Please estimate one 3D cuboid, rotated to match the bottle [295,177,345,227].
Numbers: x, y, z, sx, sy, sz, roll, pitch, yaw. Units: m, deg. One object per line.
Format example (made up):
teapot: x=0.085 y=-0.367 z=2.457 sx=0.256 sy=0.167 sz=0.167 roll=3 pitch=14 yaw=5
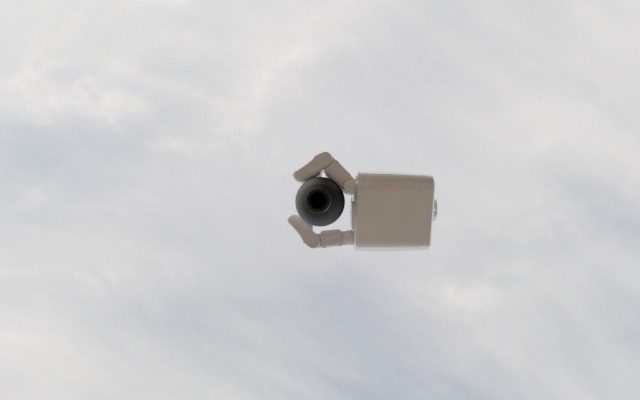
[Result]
bottle: x=0.000 y=0.002 z=0.668 sx=0.069 sy=0.069 sz=0.296 roll=0 pitch=-1 yaw=1
